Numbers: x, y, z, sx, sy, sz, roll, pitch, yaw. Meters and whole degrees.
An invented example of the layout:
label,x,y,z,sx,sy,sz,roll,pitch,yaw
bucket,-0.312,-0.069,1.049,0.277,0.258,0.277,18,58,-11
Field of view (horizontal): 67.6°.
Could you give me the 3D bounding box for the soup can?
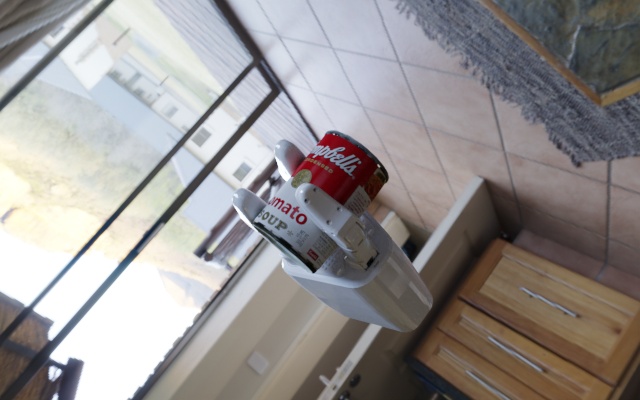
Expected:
label,x,y,z,sx,sy,sz,roll,pitch,yaw
soup can,0.000,0.001,0.400,0.068,0.102,0.068,37,-11,9
